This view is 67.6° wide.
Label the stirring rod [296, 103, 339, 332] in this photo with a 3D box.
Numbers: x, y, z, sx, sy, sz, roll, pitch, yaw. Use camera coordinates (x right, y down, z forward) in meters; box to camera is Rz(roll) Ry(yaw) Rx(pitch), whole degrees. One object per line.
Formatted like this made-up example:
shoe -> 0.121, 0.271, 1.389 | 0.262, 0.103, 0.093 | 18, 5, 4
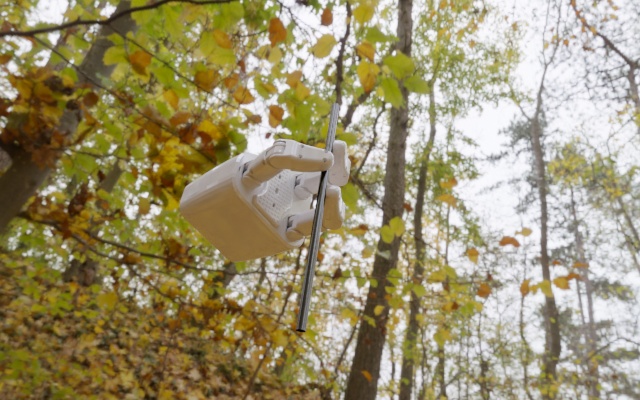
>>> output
stirring rod -> 0.000, 0.002, 0.439 | 0.011, 0.239, 0.011 | 6, -32, 4
